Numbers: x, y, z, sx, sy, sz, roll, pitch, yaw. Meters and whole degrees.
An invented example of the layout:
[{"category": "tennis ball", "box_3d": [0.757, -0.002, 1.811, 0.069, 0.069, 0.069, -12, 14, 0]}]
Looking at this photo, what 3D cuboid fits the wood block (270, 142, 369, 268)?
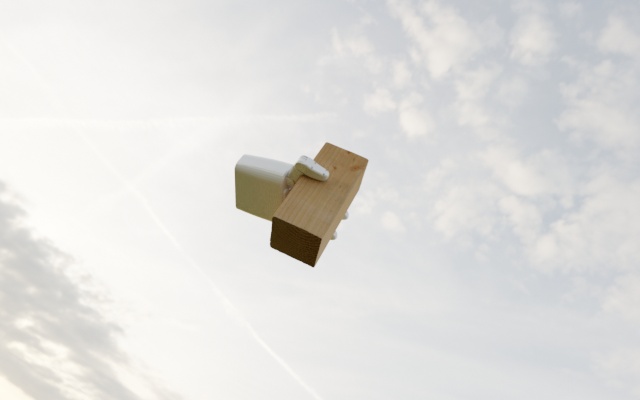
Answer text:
[{"category": "wood block", "box_3d": [0.000, 0.002, 0.846, 0.090, 0.206, 0.091, 24, -39, 10]}]
